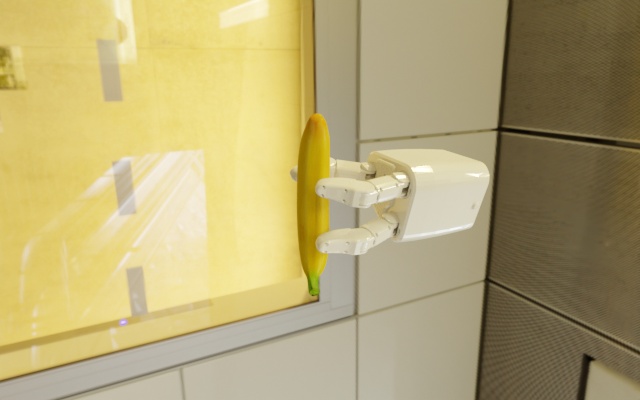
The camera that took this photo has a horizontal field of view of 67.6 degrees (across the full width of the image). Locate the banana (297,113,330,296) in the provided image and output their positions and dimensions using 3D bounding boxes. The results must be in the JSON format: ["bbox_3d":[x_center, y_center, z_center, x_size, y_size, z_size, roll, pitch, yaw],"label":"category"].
[{"bbox_3d":[-0.005,0.002,0.539,0.037,0.198,0.069,-4,10,-16],"label":"banana"}]
